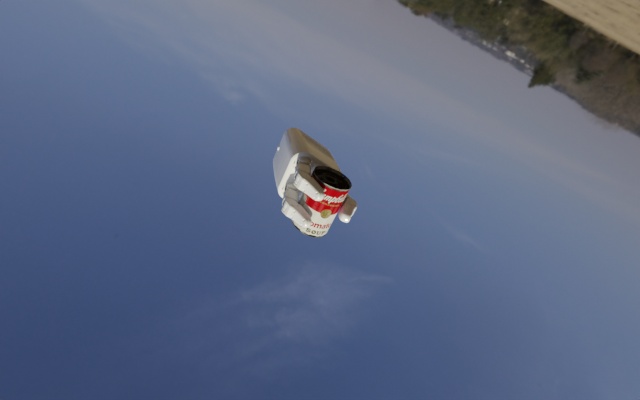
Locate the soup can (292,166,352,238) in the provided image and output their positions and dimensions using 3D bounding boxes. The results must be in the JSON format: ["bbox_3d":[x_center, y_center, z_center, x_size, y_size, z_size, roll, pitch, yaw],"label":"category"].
[{"bbox_3d":[0.000,0.003,0.798,0.068,0.102,0.068,21,28,-12],"label":"soup can"}]
